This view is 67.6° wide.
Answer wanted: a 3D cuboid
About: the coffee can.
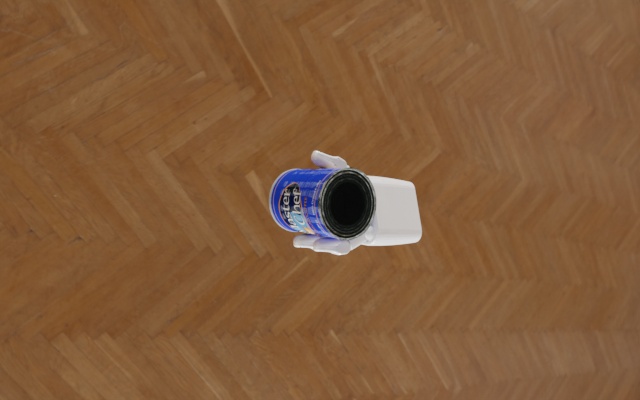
[{"bbox_3d":[0.000,0.002,0.722,0.103,0.103,0.140,0,2,-35],"label":"coffee can"}]
